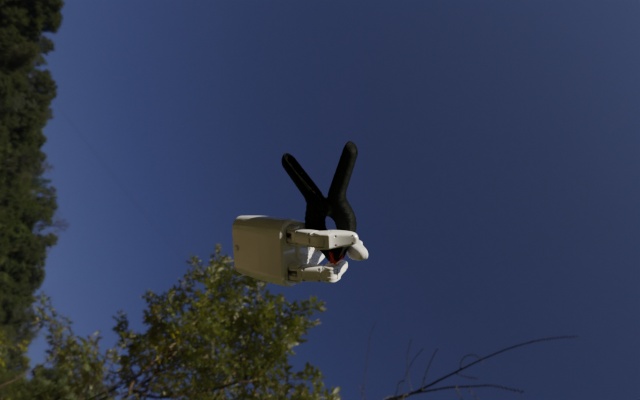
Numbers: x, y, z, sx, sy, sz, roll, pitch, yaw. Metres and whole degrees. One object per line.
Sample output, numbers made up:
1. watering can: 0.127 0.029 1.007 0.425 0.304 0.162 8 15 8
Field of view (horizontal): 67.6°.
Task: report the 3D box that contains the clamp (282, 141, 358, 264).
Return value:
1. clamp: 0.001 0.002 0.679 0.120 0.171 0.039 5 11 37
